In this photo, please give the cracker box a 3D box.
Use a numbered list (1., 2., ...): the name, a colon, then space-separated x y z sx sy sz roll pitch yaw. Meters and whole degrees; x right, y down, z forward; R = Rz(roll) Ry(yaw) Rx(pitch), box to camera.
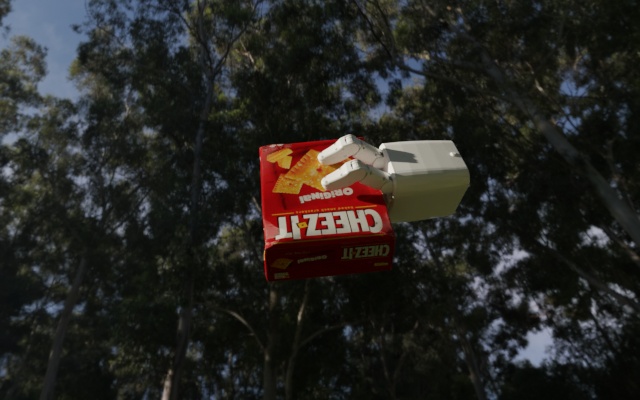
1. cracker box: 0.000 0.002 0.667 0.164 0.072 0.213 -5 43 -5
